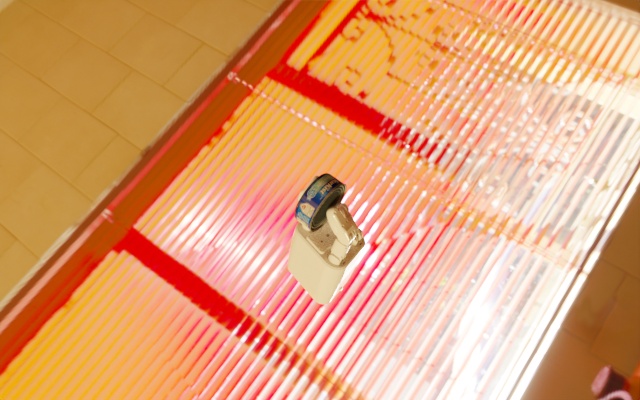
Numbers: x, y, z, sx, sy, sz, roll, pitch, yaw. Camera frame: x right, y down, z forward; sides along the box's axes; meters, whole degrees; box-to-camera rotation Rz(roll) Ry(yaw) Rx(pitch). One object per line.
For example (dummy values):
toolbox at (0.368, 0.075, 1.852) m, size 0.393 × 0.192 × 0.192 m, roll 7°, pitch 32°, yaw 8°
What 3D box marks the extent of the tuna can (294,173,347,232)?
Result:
tuna can at (0.000, 0.002, 0.706) m, size 0.033 × 0.086 × 0.086 m, roll 36°, pitch 11°, yaw 16°
